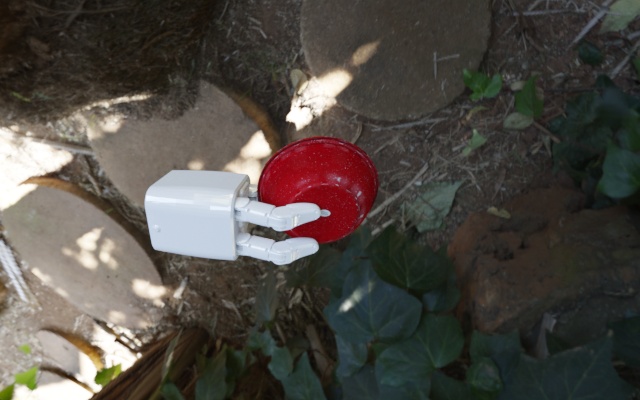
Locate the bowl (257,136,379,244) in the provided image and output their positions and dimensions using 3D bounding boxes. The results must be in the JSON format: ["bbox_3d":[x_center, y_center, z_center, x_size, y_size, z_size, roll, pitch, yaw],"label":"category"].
[{"bbox_3d":[0.001,0.002,0.609,0.162,0.162,0.055,0,36,-8],"label":"bowl"}]
